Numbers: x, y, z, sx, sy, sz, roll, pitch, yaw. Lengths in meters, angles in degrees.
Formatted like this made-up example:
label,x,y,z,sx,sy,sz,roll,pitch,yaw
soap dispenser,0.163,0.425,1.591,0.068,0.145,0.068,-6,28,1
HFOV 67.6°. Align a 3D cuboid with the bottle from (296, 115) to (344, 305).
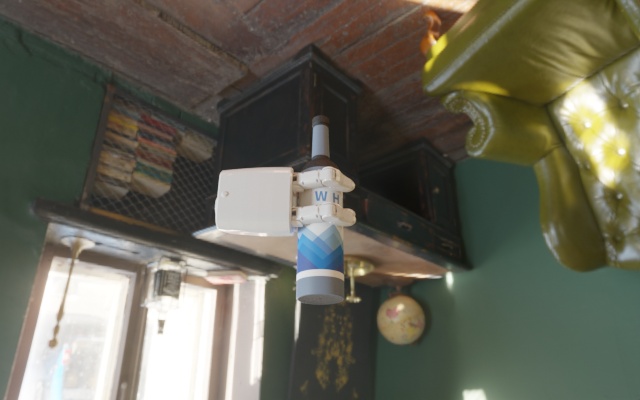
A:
label,x,y,z,sx,sy,sz,roll,pitch,yaw
bottle,0.000,0.003,0.717,0.069,0.295,0.069,0,-24,0
